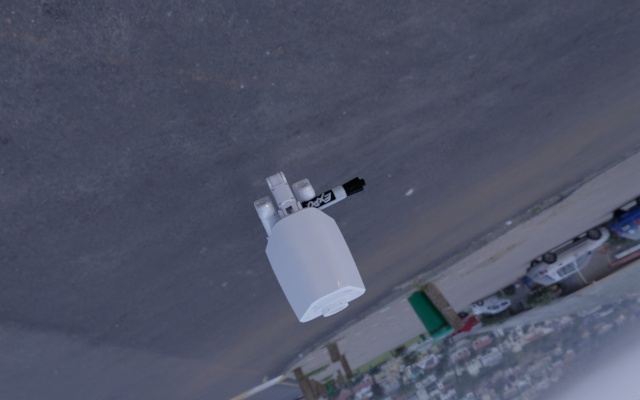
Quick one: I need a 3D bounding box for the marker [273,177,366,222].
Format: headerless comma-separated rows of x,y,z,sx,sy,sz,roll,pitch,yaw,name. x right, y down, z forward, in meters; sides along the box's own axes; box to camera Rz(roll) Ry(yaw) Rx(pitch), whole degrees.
0.000,0.002,0.589,0.121,0.020,0.020,-25,2,-5,marker
